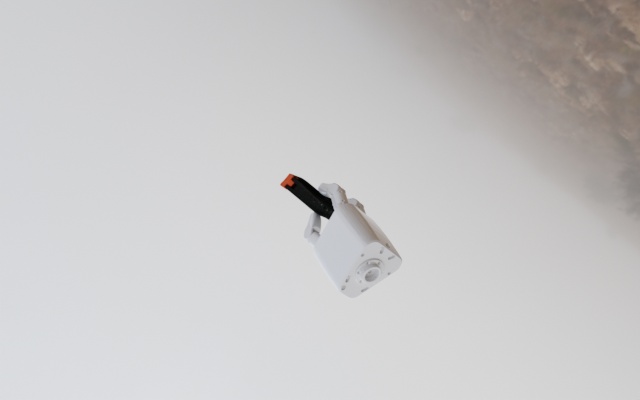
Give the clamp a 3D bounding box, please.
[{"bbox_3d":[-0.001,0.003,0.892,0.210,0.036,0.164,36,9,-37],"label":"clamp"}]
